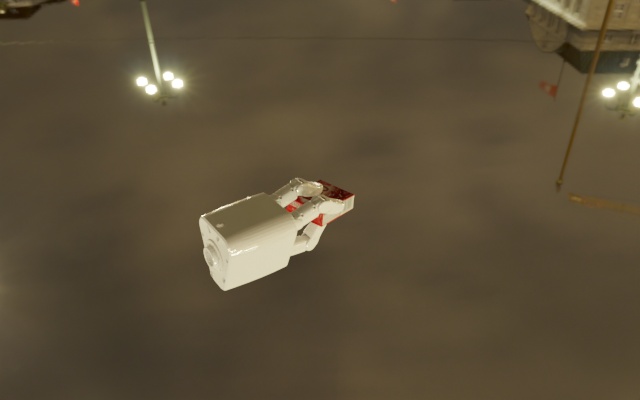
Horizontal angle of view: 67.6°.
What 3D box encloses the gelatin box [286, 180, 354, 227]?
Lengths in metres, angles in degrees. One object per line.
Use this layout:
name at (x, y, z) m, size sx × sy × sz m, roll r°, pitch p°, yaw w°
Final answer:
gelatin box at (0.000, 0.003, 0.773) m, size 0.073 × 0.030 × 0.089 m, roll 25°, pitch 34°, yaw 31°
